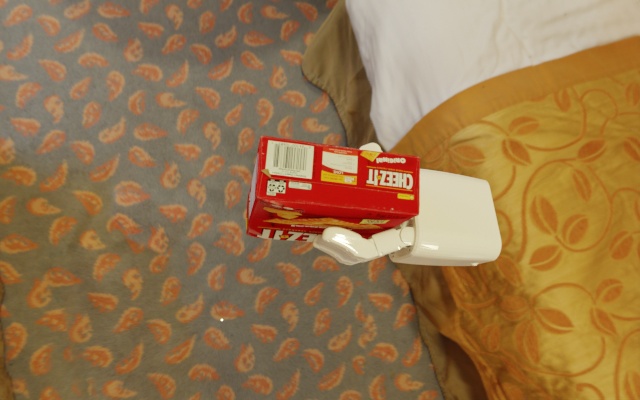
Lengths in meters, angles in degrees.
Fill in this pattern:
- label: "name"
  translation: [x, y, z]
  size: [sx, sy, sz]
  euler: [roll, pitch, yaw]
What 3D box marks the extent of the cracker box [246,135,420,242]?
- label: "cracker box"
  translation: [0.000, 0.002, 0.559]
  size: [0.164, 0.072, 0.214]
  euler: [6, -15, -10]
